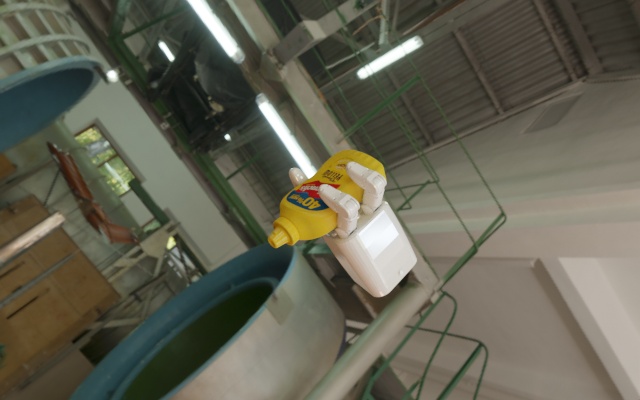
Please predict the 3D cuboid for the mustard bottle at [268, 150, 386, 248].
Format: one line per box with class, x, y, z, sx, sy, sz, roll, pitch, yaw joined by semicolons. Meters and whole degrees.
mustard bottle;0.000;0.002;0.680;0.096;0.058;0.191;24;54;41
